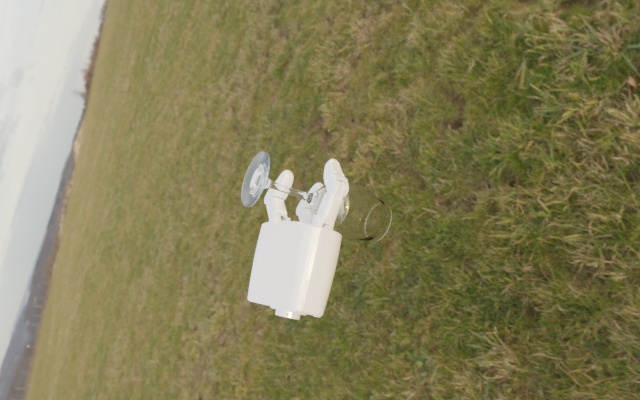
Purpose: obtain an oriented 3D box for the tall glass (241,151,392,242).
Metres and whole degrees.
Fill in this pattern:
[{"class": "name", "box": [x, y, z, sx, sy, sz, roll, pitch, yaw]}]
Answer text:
[{"class": "tall glass", "box": [0.000, 0.002, 0.645, 0.201, 0.079, 0.079, 19, -9, -28]}]
